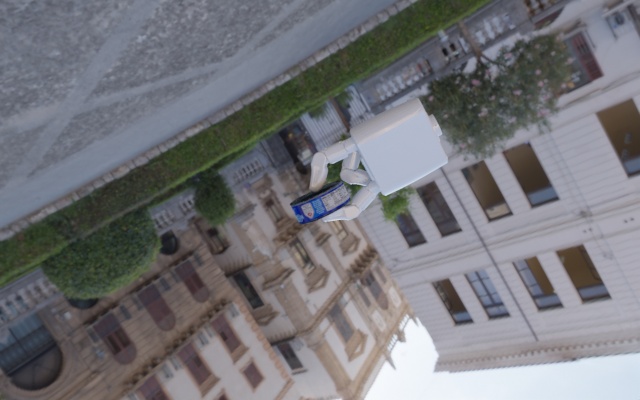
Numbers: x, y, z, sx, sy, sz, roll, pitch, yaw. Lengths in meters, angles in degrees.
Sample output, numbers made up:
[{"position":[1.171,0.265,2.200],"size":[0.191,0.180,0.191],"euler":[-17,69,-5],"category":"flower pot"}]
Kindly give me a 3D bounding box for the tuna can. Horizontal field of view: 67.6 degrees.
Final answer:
[{"position":[0.000,0.003,0.703],"size":[0.086,0.034,0.086],"euler":[-25,7,3],"category":"tuna can"}]
